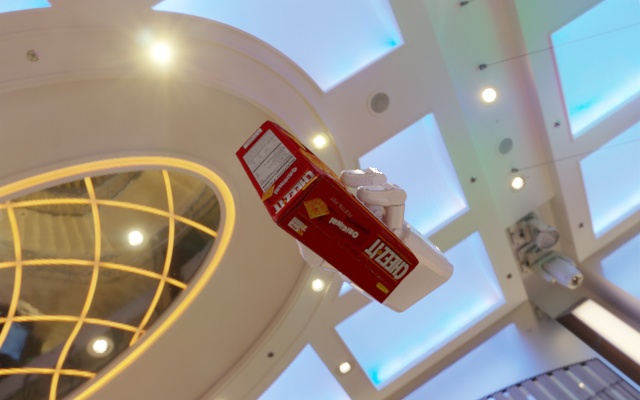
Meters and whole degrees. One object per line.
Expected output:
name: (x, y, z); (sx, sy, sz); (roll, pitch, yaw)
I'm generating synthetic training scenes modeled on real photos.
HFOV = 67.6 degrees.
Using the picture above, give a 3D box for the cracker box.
cracker box: (0.000, 0.002, 0.559); (0.164, 0.072, 0.213); (40, 5, -30)
